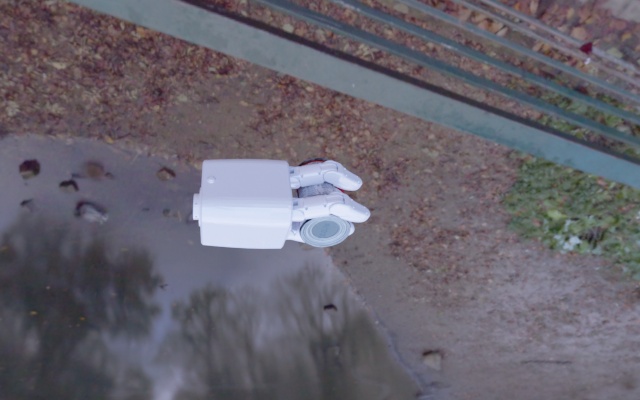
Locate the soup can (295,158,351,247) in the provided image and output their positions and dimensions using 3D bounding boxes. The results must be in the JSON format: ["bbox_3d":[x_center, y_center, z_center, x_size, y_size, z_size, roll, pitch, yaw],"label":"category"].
[{"bbox_3d":[0.001,0.002,0.636,0.068,0.102,0.069,-5,-42,-5],"label":"soup can"}]
